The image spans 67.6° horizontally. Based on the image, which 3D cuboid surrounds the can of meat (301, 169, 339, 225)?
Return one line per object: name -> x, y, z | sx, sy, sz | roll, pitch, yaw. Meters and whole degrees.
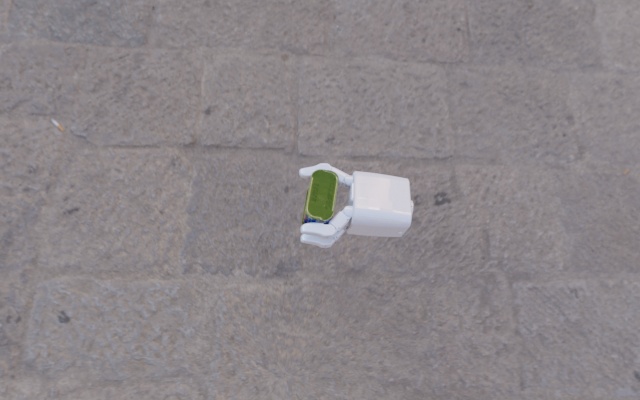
can of meat -> 0.000, 0.003, 0.876 | 0.057, 0.102, 0.084 | 10, -20, -2
